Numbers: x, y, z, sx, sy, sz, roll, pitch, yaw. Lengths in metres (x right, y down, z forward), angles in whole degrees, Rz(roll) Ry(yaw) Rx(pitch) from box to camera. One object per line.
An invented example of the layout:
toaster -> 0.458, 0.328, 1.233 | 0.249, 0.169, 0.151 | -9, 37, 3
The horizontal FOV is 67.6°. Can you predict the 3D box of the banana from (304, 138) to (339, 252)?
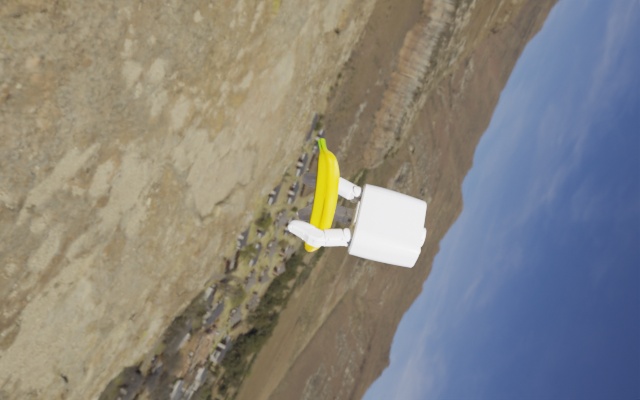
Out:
banana -> 0.003, 0.007, 0.754 | 0.037, 0.198, 0.069 | 6, 23, -9
